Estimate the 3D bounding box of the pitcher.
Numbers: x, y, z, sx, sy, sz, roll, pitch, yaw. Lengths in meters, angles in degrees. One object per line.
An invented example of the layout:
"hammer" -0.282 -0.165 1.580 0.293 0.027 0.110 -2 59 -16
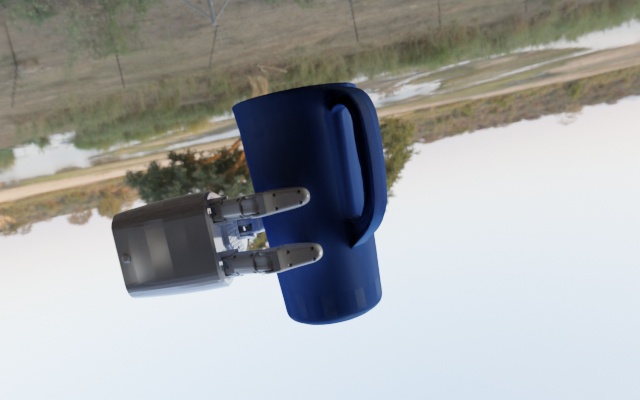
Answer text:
"pitcher" 0.000 0.002 0.507 0.145 0.243 0.149 -11 5 5
